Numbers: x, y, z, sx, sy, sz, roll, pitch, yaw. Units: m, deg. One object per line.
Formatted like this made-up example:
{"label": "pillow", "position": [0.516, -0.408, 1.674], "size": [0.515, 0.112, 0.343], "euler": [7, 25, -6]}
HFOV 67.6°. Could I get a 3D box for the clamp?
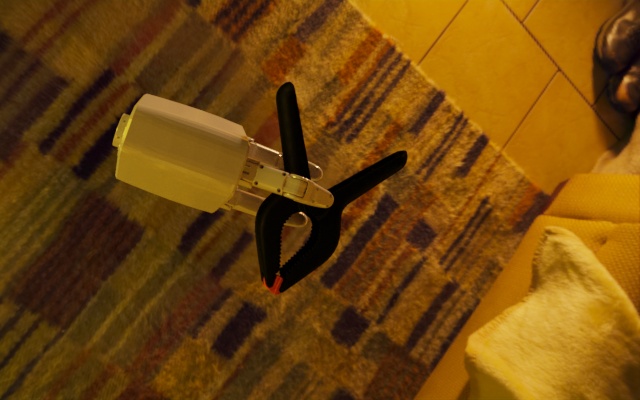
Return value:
{"label": "clamp", "position": [0.000, 0.002, 0.507], "size": [0.164, 0.210, 0.036], "euler": [19, -3, -20]}
